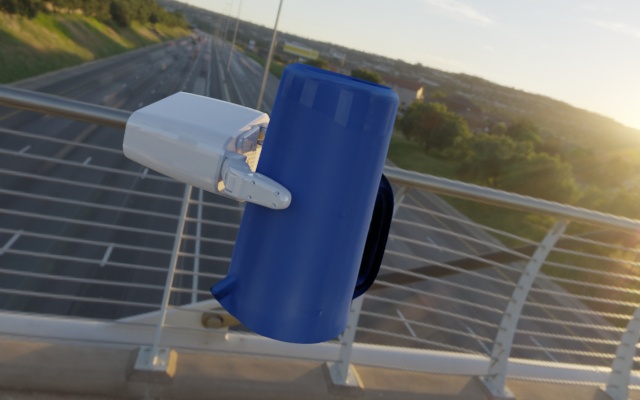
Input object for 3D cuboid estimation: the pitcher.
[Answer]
[{"bbox_3d":[0.000,0.001,0.465,0.145,0.243,0.149,18,16,10],"label":"pitcher"}]
